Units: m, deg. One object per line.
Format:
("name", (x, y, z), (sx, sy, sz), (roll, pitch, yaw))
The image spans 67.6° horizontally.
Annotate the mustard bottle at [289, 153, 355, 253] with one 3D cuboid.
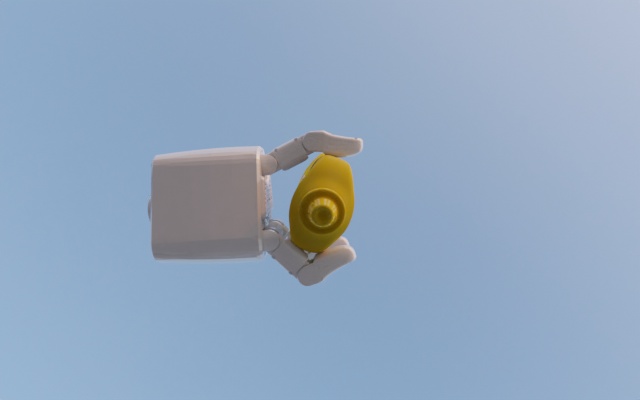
("mustard bottle", (0.000, 0.002, 0.484), (0.058, 0.096, 0.191), (21, 6, -2))
